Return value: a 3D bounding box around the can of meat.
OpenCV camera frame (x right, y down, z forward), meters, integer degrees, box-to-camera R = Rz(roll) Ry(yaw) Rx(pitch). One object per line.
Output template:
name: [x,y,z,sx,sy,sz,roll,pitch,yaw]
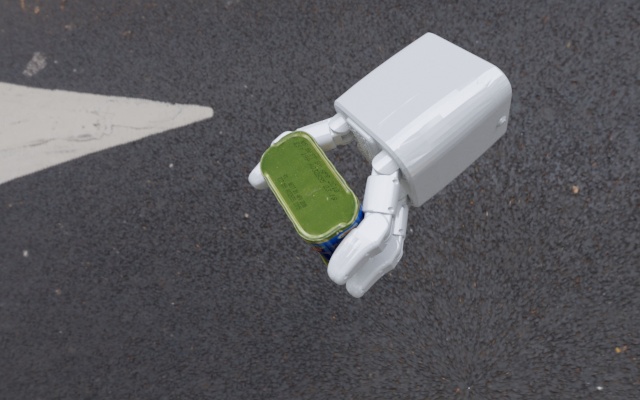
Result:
can of meat: [0.000,0.001,0.401,0.057,0.102,0.084,-35,-27,1]
